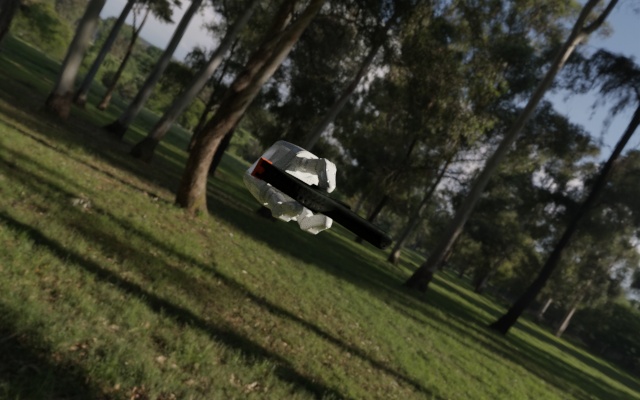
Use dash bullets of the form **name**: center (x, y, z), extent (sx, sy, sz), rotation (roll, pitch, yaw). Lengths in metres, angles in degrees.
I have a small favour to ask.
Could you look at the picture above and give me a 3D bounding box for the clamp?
- **clamp**: center (0.000, 0.001, 0.682), extent (0.210, 0.036, 0.164), rotation (29, 3, -32)
